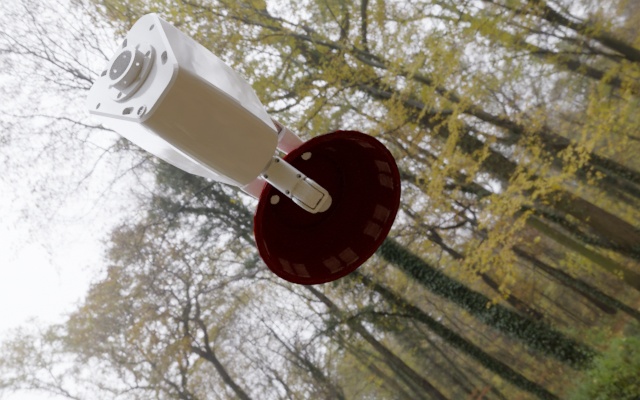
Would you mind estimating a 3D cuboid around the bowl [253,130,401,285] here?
[{"bbox_3d":[0.001,0.002,0.477,0.162,0.162,0.055,0,23,-31],"label":"bowl"}]
